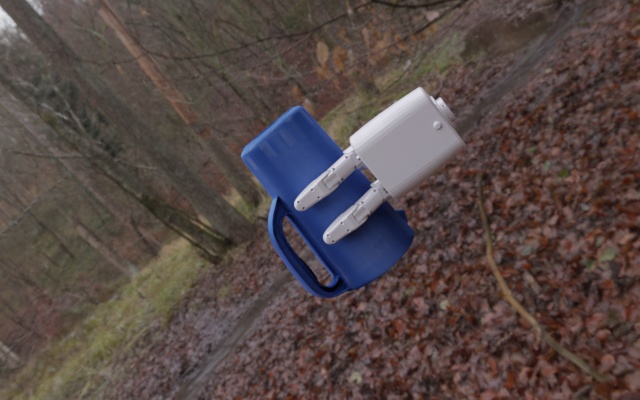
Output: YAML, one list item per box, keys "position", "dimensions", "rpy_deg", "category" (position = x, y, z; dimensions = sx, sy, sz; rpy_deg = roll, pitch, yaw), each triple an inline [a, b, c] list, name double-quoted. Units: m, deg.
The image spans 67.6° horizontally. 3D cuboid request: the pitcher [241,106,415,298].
- position: [0.000, 0.002, 0.650]
  dimensions: [0.145, 0.243, 0.149]
  rpy_deg: [-37, 10, 20]
  category: "pitcher"
